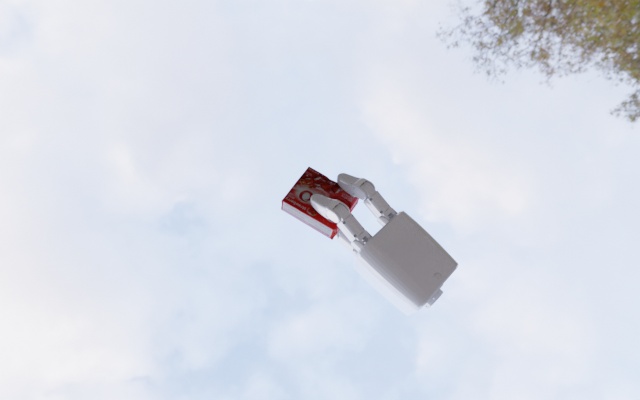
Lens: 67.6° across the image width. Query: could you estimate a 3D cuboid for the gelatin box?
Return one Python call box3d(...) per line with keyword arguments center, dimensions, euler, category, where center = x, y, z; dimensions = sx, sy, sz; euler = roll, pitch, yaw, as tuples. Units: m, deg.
box3d(center=(0.000, 0.002, 0.681), dimensions=(0.089, 0.073, 0.030), euler=(30, -31, 10), category="gelatin box")
